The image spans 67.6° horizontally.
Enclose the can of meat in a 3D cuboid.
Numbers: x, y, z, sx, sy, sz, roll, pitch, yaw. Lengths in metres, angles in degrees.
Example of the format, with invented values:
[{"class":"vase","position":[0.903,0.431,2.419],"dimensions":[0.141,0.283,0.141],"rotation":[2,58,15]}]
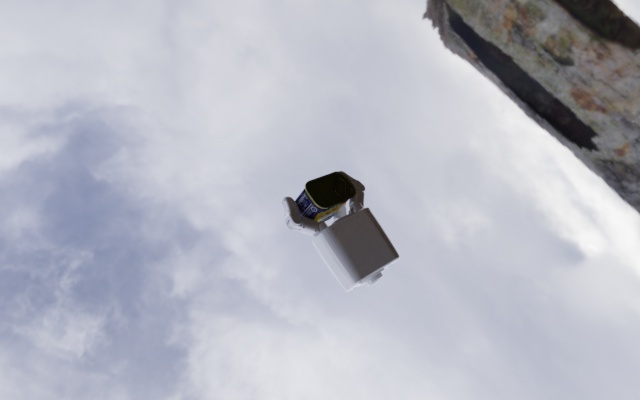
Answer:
[{"class":"can of meat","position":[0.000,0.003,0.841],"dimensions":[0.102,0.057,0.084],"rotation":[-22,-19,-42]}]
